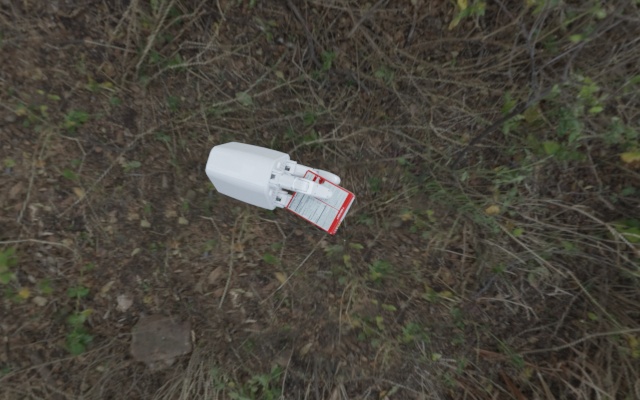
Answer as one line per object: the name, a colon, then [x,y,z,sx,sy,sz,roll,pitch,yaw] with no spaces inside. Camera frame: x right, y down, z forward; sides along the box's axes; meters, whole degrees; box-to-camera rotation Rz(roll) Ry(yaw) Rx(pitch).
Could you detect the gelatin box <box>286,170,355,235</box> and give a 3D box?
gelatin box: [0.000,0.003,0.771,0.089,0.073,0.030,29,-1,13]
